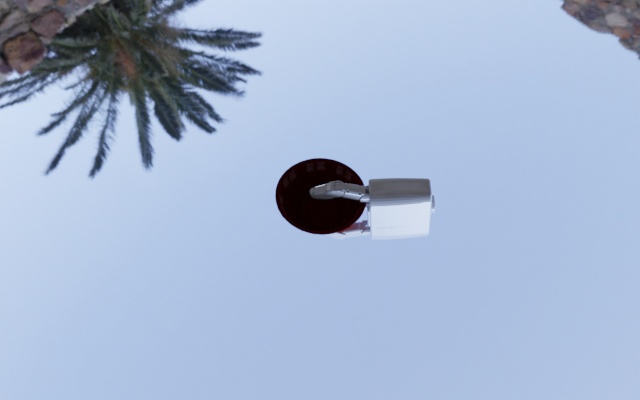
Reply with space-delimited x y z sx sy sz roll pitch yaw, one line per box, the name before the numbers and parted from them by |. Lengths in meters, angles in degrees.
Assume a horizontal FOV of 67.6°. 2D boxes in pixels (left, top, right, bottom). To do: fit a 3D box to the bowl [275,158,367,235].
bowl | -0.001 0.003 0.859 0.162 0.162 0.055 0 -33 -3
